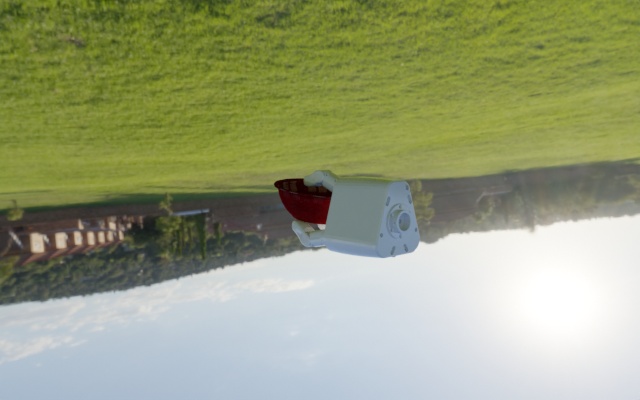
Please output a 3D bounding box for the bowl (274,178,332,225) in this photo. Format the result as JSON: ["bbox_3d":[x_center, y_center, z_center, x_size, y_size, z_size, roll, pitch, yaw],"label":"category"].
[{"bbox_3d":[0.000,0.003,0.806,0.162,0.055,0.162,5,12,-1],"label":"bowl"}]
